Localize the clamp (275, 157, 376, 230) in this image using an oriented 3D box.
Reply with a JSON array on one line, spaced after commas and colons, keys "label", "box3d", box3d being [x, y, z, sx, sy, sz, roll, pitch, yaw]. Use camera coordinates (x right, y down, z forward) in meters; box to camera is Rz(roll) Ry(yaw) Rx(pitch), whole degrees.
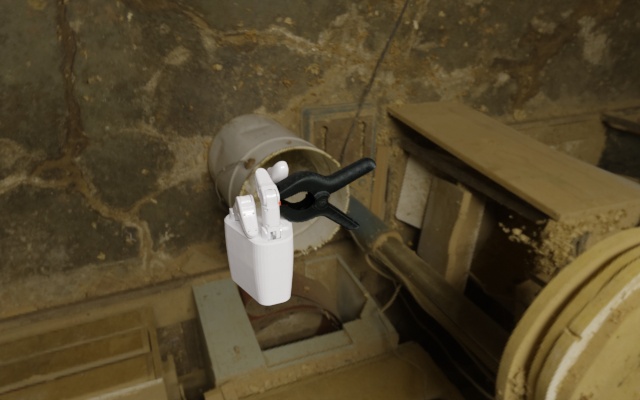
[{"label": "clamp", "box3d": [0.000, 0.002, 0.698, 0.171, 0.120, 0.039, -9, 27, -21]}]
